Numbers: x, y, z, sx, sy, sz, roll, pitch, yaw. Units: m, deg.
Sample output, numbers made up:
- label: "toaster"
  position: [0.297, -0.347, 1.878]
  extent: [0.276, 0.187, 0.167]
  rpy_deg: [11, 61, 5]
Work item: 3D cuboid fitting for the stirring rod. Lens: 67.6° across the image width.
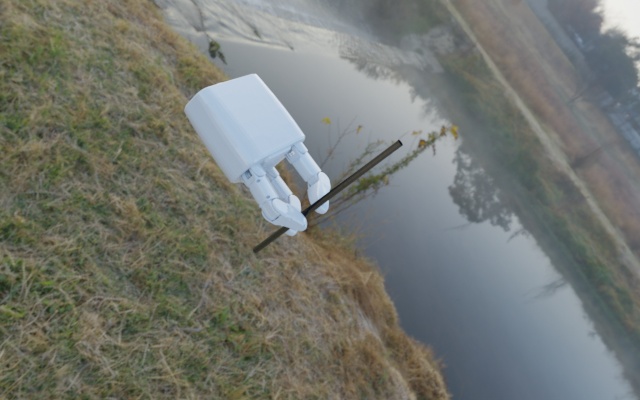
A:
- label: "stirring rod"
  position: [0.000, 0.002, 0.565]
  extent: [0.239, 0.011, 0.011]
  rpy_deg: [-37, -19, 28]
